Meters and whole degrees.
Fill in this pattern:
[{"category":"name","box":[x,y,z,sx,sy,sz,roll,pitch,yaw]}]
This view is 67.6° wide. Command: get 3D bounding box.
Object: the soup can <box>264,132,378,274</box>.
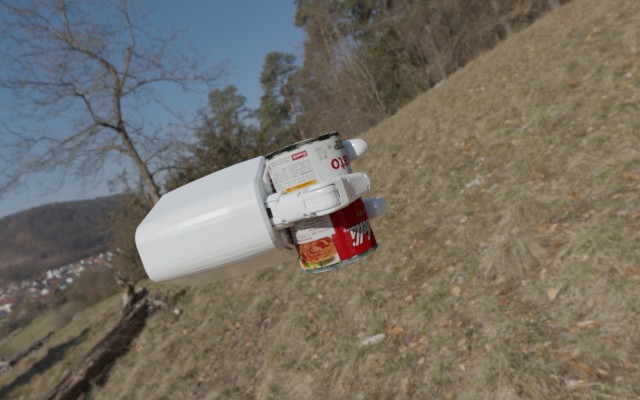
[{"category":"soup can","box":[0.000,0.001,0.401,0.068,0.102,0.068,-19,3,1]}]
